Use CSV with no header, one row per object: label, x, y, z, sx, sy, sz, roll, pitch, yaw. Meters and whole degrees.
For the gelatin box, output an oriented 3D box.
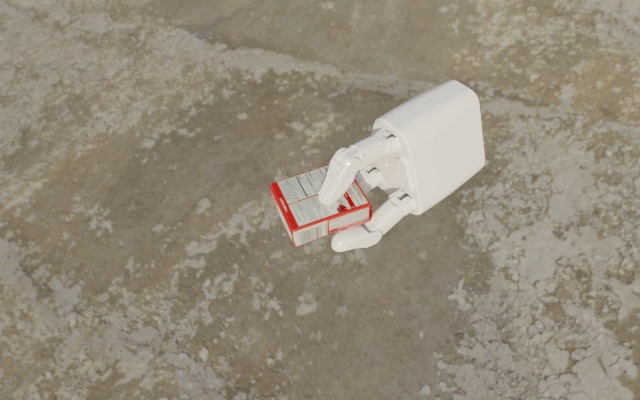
gelatin box,0.000,0.001,0.506,0.089,0.073,0.030,-19,-40,-13
